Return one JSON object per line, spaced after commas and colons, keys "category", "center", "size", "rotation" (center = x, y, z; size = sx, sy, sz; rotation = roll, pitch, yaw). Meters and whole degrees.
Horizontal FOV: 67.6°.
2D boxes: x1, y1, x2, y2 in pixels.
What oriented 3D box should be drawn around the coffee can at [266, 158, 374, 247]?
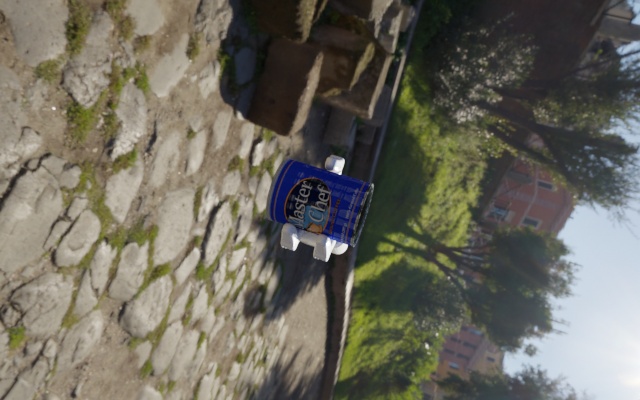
{"category": "coffee can", "center": [0.000, 0.002, 0.740], "size": [0.140, 0.103, 0.103], "rotation": [18, 3, 11]}
